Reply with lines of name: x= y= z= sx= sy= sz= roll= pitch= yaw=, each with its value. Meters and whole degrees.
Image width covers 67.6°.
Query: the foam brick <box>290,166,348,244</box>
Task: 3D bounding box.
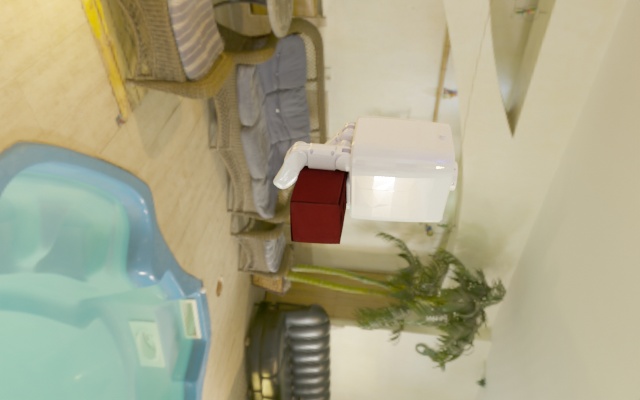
foam brick: x=0.000 y=0.002 z=0.505 sx=0.051 sy=0.053 sz=0.078 roll=5 pitch=36 yaw=7
